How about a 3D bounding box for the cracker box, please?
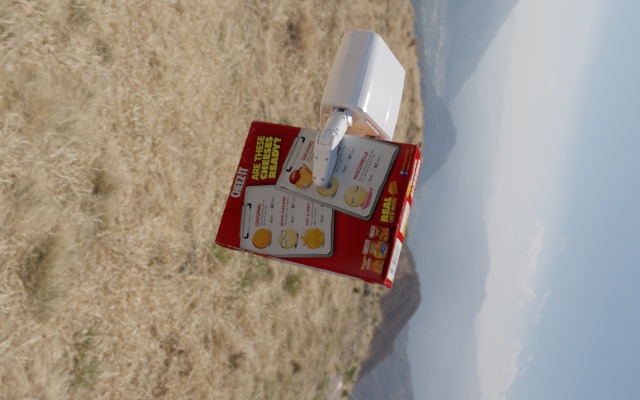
[{"bbox_3d":[0.000,0.002,0.582,0.213,0.164,0.072,11,-13,19],"label":"cracker box"}]
